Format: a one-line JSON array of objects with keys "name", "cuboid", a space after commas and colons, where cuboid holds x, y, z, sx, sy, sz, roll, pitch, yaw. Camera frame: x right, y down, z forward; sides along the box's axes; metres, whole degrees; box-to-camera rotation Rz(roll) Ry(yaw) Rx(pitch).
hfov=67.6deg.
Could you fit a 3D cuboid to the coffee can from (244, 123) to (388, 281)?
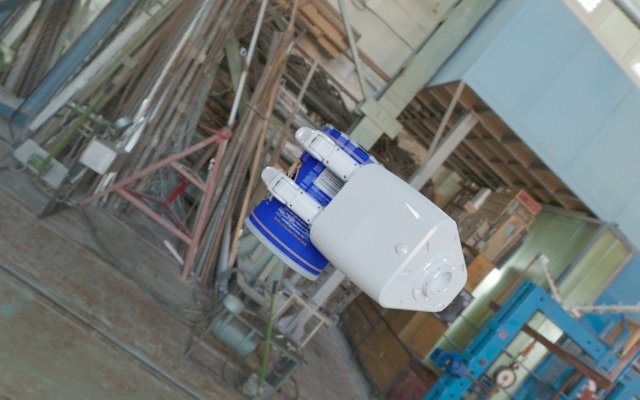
[{"name": "coffee can", "cuboid": [0.000, 0.002, 0.527, 0.103, 0.140, 0.103, 40, 1, -1]}]
